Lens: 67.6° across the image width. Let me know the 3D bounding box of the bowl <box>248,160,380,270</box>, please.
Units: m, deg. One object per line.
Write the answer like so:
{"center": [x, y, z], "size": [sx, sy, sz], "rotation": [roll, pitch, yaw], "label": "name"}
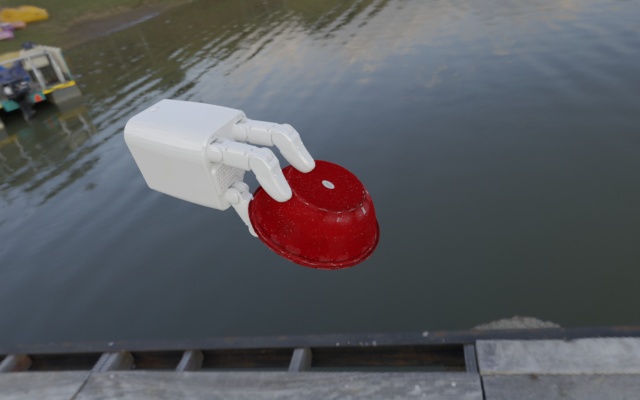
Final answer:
{"center": [0.001, 0.002, 0.554], "size": [0.162, 0.055, 0.162], "rotation": [11, 39, -9], "label": "bowl"}
